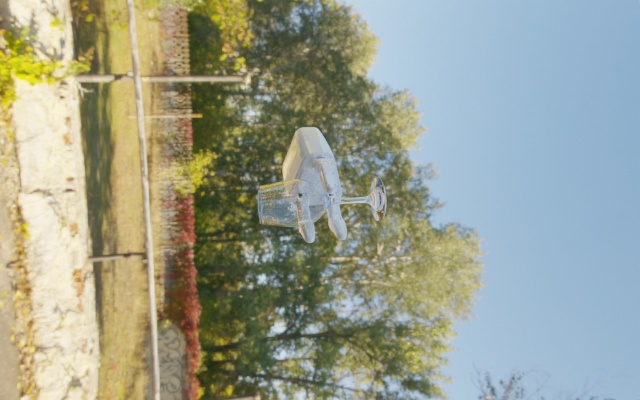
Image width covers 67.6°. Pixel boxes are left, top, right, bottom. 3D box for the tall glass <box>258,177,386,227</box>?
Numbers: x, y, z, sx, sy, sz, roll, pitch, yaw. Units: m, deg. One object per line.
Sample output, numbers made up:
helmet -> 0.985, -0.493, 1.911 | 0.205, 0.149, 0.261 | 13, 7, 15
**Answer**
tall glass -> 0.001, 0.003, 0.779 | 0.201, 0.079, 0.079 | -3, 1, -13
